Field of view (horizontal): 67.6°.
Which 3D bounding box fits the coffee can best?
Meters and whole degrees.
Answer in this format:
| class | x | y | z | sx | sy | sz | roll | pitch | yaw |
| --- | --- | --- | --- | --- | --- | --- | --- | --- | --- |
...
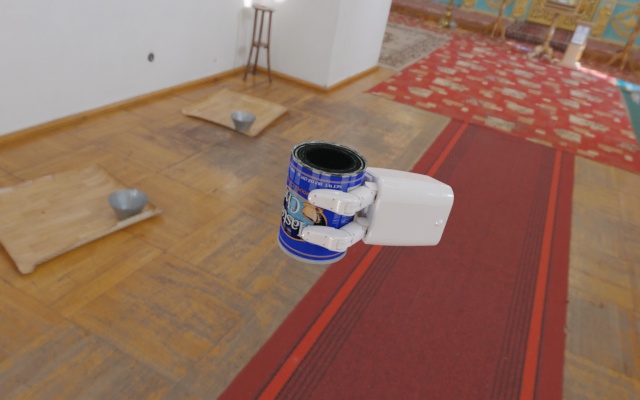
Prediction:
| class | x | y | z | sx | sy | sz | roll | pitch | yaw |
| --- | --- | --- | --- | --- | --- | --- | --- | --- | --- |
| coffee can | 0.000 | 0.002 | 0.659 | 0.103 | 0.140 | 0.102 | 9 | 29 | -5 |
